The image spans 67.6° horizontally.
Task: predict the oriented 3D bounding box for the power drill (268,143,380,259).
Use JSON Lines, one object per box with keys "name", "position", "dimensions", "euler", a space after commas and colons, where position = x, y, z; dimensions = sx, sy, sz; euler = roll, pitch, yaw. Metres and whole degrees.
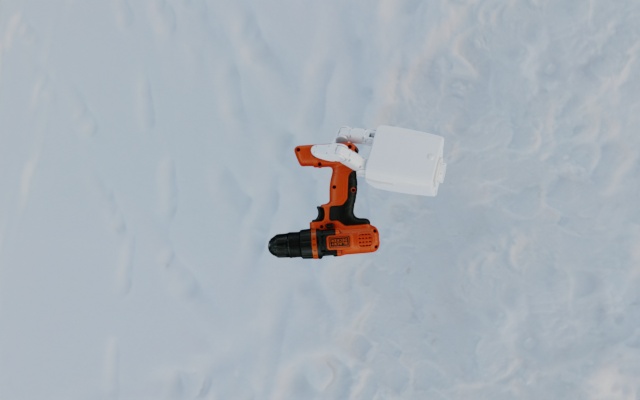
{"name": "power drill", "position": [0.000, 0.002, 0.791], "dimensions": [0.184, 0.187, 0.057], "euler": [-4, 0, 0]}
